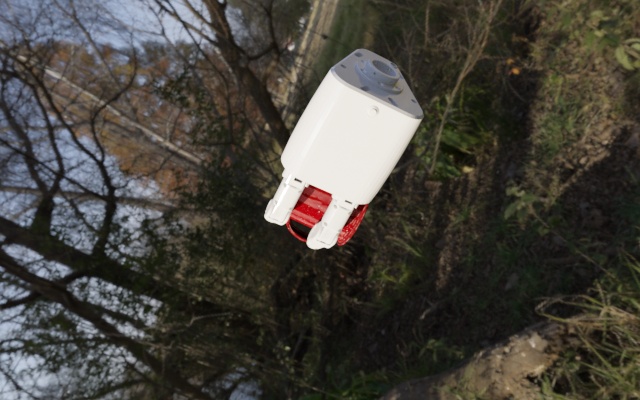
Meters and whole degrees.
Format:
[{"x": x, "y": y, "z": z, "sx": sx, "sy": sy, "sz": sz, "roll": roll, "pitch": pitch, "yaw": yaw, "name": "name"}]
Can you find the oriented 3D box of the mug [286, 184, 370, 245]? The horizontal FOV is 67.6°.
[{"x": -0.001, "y": 0.003, "z": 0.557, "sx": 0.081, "sy": 0.117, "sz": 0.093, "roll": 25, "pitch": 35, "yaw": -10, "name": "mug"}]
